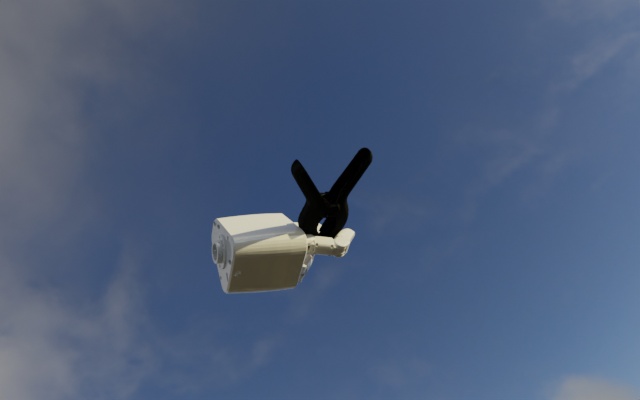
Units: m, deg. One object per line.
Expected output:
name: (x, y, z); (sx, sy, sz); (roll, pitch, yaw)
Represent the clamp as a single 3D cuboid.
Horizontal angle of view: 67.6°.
clamp: (0.000, 0.002, 0.672); (0.120, 0.171, 0.039); (-1, 34, -27)
